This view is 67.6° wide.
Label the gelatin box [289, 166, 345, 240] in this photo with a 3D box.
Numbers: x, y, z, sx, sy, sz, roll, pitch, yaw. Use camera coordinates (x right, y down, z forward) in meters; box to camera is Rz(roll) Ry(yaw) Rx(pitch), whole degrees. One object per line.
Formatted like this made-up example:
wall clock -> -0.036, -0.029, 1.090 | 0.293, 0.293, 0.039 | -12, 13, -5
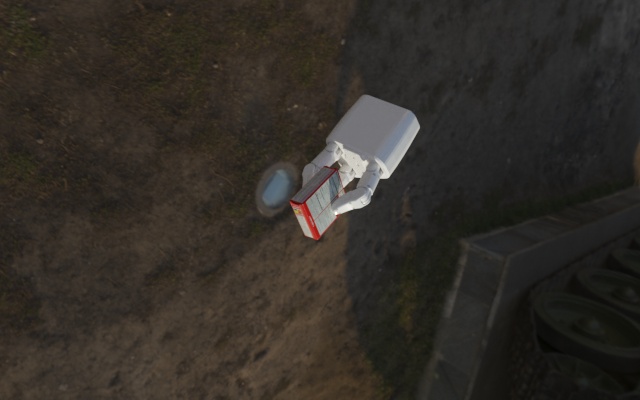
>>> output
gelatin box -> 0.000, 0.003, 0.723 | 0.030, 0.073, 0.089 | 15, 50, 38
